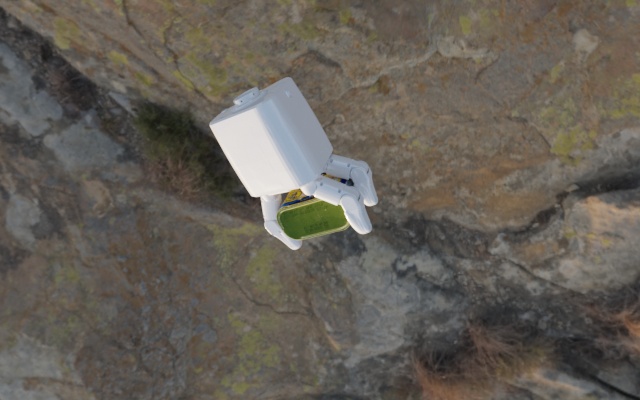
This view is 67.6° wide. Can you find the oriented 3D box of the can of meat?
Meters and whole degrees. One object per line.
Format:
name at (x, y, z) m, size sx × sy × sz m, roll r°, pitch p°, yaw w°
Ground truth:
can of meat at (0.000, 0.002, 0.623) m, size 0.102 × 0.057 × 0.084 m, roll -16°, pitch 25°, yaw 24°
